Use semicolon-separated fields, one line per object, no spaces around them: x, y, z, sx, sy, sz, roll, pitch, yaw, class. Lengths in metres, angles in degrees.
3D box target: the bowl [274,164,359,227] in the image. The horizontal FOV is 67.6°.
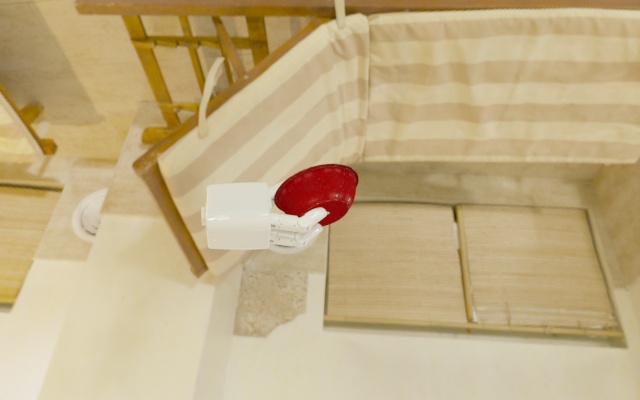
0.002;0.003;0.866;0.162;0.055;0.162;-14;-30;-8;bowl
